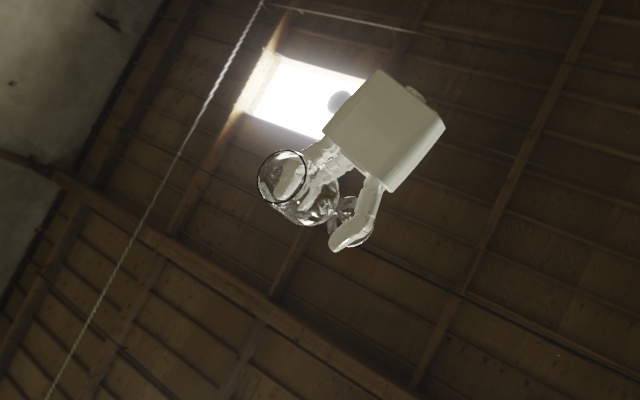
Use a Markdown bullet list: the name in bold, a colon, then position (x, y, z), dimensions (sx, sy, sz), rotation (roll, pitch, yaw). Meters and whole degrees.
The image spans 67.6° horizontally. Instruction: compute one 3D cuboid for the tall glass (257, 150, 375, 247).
- **tall glass**: position (0.000, 0.002, 0.595), dimensions (0.079, 0.079, 0.201), rotation (0, -16, 27)
